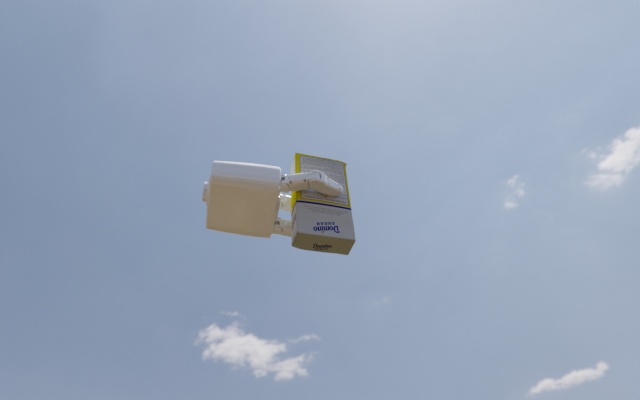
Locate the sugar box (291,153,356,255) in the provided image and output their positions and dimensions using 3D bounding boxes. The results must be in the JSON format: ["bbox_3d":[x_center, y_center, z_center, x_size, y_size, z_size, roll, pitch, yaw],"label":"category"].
[{"bbox_3d":[0.000,0.003,0.769,0.093,0.176,0.048,9,-42,-13],"label":"sugar box"}]
